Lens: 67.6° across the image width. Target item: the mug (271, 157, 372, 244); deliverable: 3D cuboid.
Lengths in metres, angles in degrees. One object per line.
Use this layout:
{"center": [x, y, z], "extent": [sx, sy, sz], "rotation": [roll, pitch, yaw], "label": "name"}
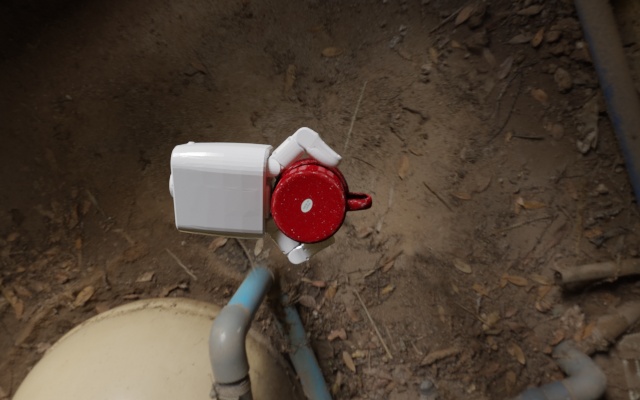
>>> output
{"center": [0.002, 0.002, 0.540], "extent": [0.117, 0.093, 0.081], "rotation": [3, 10, 0], "label": "mug"}
